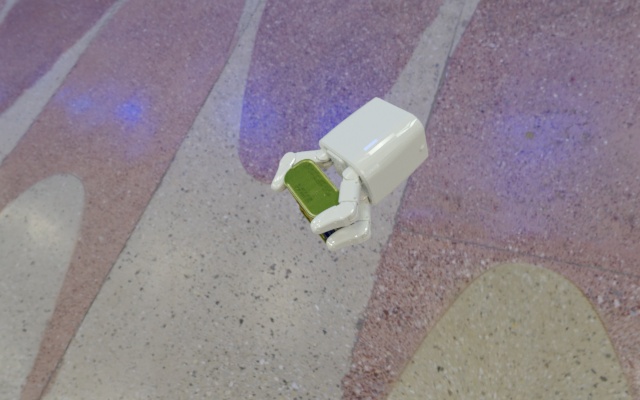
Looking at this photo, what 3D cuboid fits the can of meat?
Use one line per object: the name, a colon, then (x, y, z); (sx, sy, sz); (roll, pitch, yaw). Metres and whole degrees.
can of meat: (0.000, 0.002, 0.655); (0.057, 0.102, 0.084); (-37, -33, -4)
